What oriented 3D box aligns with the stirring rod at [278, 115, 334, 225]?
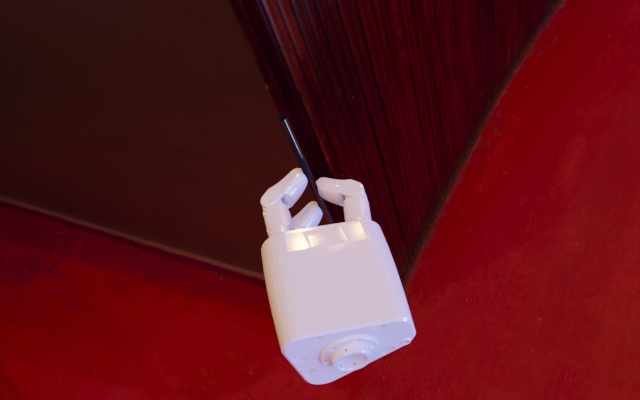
[{"bbox_3d":[0.000,0.002,0.519,0.011,0.011,0.240,0,-39,22],"label":"stirring rod"}]
